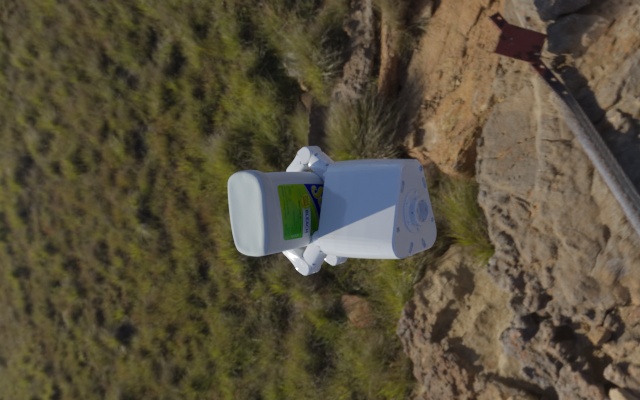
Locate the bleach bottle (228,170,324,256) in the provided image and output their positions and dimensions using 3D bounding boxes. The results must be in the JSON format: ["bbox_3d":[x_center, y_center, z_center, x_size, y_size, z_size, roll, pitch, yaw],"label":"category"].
[{"bbox_3d":[0.000,0.002,0.629,0.068,0.102,0.251,0,7,43],"label":"bleach bottle"}]
